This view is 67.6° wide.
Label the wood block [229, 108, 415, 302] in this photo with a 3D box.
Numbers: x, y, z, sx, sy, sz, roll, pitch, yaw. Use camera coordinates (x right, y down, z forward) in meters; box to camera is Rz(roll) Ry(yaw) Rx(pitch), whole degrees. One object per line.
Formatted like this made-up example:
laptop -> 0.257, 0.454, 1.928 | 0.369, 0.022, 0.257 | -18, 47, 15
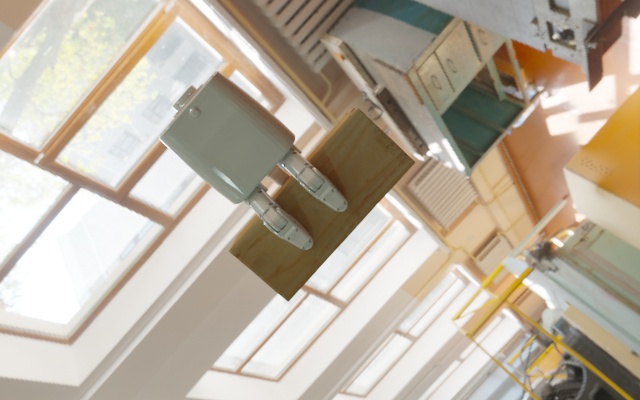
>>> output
wood block -> 0.000, 0.002, 0.555 | 0.090, 0.206, 0.091 | 42, 3, -7
